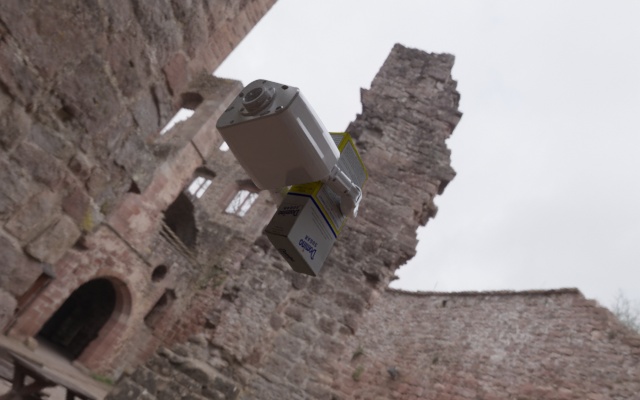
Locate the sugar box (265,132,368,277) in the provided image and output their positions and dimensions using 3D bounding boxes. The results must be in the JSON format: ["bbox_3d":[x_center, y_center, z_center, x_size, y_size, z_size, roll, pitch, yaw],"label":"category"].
[{"bbox_3d":[0.000,0.002,0.638,0.048,0.176,0.093,10,-34,36],"label":"sugar box"}]
